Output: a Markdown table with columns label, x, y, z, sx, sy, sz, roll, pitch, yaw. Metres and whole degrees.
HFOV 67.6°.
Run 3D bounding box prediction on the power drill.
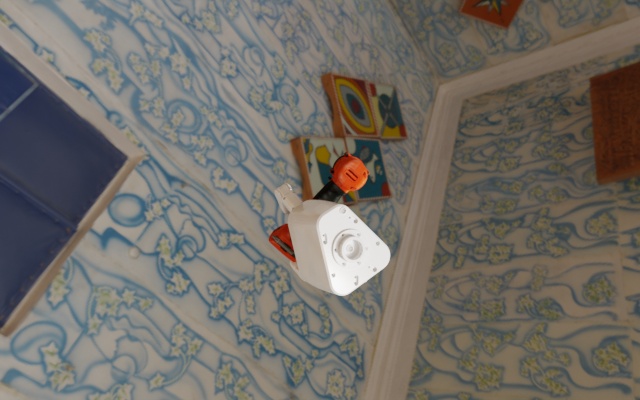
| label | x | y | z | sx | sy | sz | roll | pitch | yaw |
| --- | --- | --- | --- | --- | --- | --- | --- | --- | --- |
| power drill | 0.000 | 0.003 | 0.766 | 0.057 | 0.187 | 0.184 | 40 | 6 | -2 |
